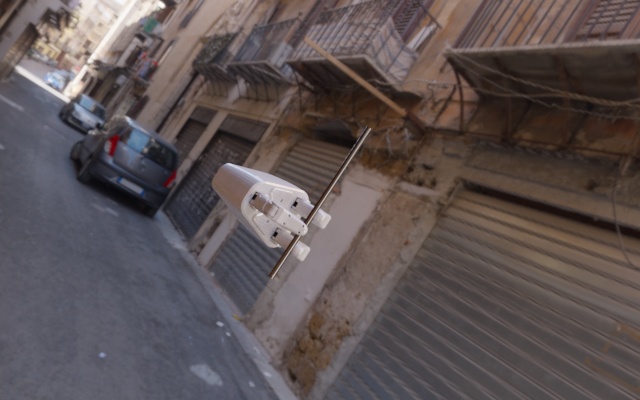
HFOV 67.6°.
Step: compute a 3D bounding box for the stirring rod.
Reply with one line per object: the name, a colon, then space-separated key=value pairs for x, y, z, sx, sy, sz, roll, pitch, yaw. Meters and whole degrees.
stirring rod: x=0.000 y=0.002 z=0.641 sx=0.011 sy=0.239 sz=0.011 roll=33 pitch=-3 yaw=2
